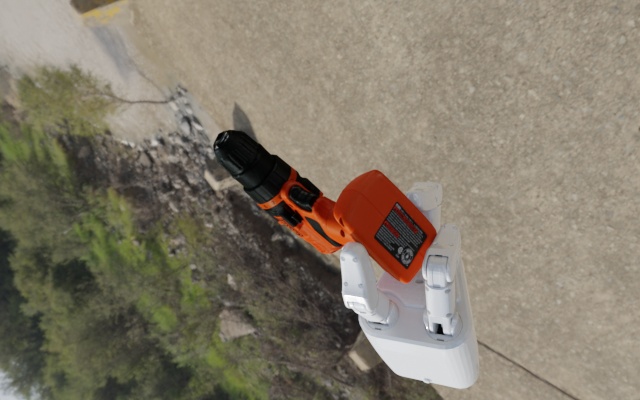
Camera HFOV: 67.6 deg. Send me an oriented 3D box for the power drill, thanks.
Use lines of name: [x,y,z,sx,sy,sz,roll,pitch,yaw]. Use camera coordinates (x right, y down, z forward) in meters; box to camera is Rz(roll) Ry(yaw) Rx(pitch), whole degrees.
power drill: [0.000,0.002,0.442,0.184,0.057,0.187,41,-13,-31]
